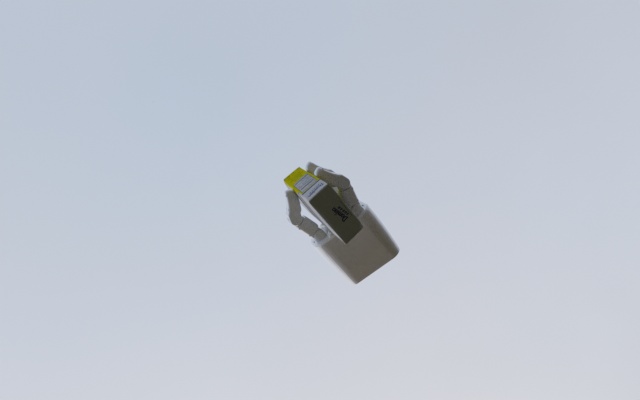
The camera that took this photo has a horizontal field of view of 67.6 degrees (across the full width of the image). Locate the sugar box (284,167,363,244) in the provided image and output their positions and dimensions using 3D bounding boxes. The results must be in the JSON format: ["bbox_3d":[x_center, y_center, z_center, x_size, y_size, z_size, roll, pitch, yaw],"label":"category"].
[{"bbox_3d":[0.001,0.002,0.771,0.048,0.093,0.176,-43,21,-7],"label":"sugar box"}]
